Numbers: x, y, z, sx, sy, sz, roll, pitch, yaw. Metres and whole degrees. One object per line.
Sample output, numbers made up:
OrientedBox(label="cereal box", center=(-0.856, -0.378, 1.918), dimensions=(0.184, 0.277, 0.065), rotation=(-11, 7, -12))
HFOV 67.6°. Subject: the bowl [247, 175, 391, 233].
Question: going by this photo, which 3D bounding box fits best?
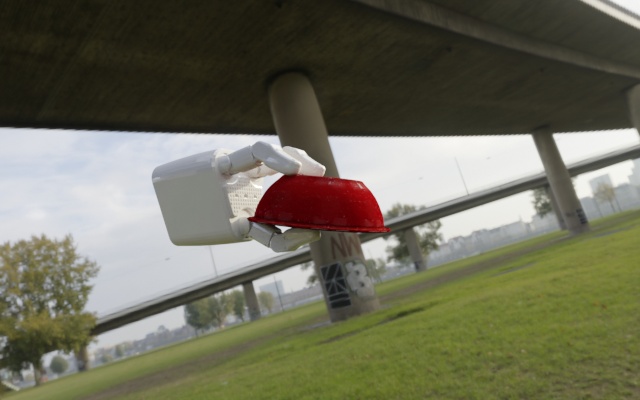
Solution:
OrientedBox(label="bowl", center=(0.001, 0.001, 0.540), dimensions=(0.162, 0.055, 0.162), rotation=(5, 1, 0))
